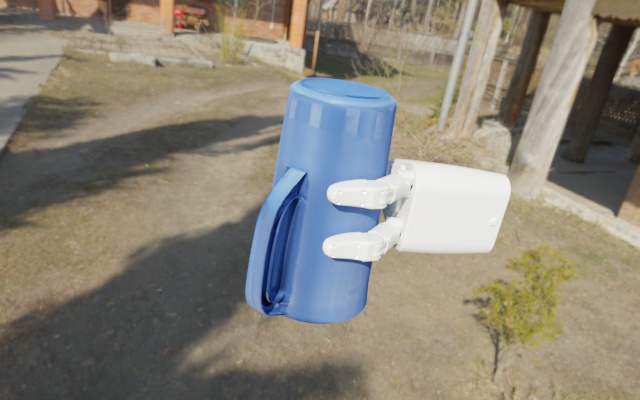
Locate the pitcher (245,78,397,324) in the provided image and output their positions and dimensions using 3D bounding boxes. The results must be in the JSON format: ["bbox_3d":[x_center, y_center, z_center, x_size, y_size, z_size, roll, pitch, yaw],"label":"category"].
[{"bbox_3d":[0.000,0.002,0.506,0.145,0.243,0.149,5,23,-10],"label":"pitcher"}]
